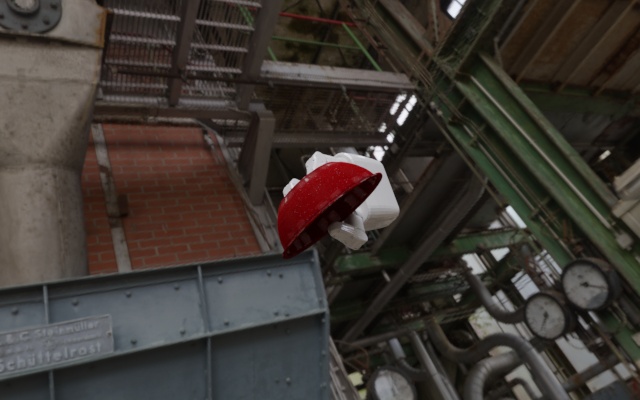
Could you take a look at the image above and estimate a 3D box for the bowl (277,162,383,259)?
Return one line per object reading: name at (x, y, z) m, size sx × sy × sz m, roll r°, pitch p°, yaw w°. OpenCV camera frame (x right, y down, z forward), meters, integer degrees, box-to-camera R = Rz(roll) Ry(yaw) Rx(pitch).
bowl at (-0.001, 0.002, 0.599) m, size 0.162 × 0.055 × 0.162 m, roll -39°, pitch -11°, yaw -9°
